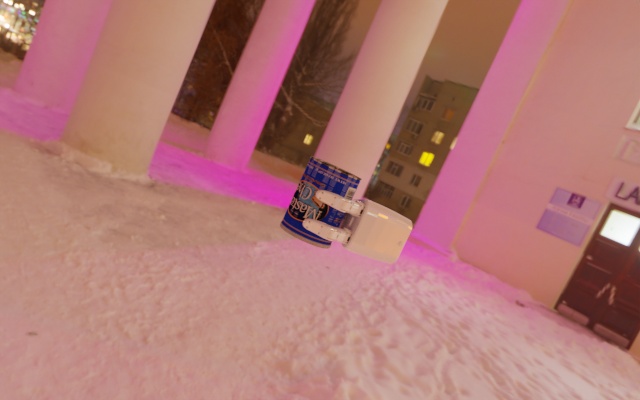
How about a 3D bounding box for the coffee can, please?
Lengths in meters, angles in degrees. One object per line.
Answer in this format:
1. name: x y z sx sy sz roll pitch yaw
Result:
1. coffee can: 0.000 0.003 0.875 0.103 0.140 0.103 24 6 -3
